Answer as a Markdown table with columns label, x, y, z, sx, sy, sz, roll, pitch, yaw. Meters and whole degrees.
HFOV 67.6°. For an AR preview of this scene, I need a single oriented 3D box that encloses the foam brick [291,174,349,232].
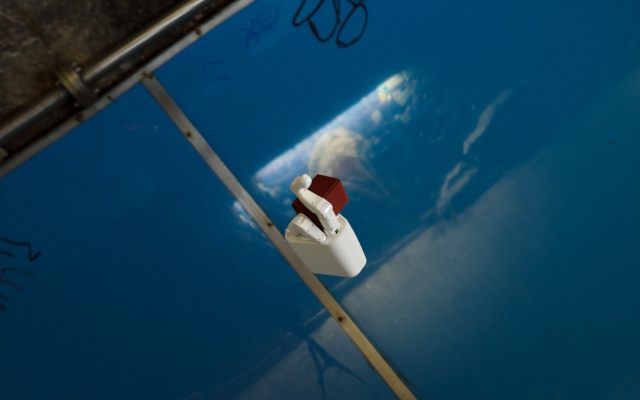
| label | x | y | z | sx | sy | sz | roll | pitch | yaw |
| --- | --- | --- | --- | --- | --- | --- | --- | --- | --- |
| foam brick | 0.000 | 0.002 | 0.802 | 0.053 | 0.078 | 0.051 | 19 | -30 | 43 |
